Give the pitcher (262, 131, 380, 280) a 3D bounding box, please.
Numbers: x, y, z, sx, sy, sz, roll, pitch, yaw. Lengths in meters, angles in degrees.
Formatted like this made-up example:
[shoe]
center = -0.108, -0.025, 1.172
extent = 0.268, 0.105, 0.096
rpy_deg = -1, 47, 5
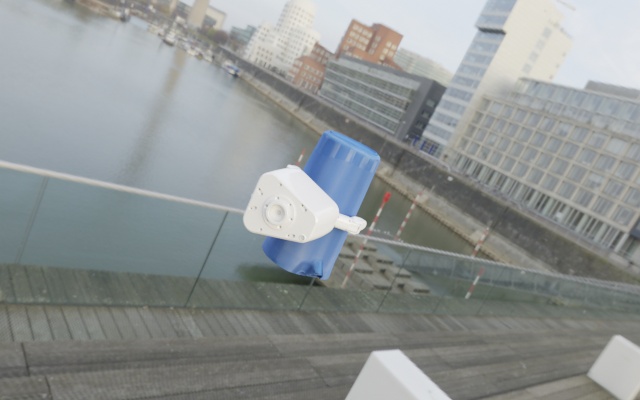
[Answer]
[pitcher]
center = 0.000, 0.003, 0.843
extent = 0.149, 0.243, 0.145
rpy_deg = 29, 13, 14
